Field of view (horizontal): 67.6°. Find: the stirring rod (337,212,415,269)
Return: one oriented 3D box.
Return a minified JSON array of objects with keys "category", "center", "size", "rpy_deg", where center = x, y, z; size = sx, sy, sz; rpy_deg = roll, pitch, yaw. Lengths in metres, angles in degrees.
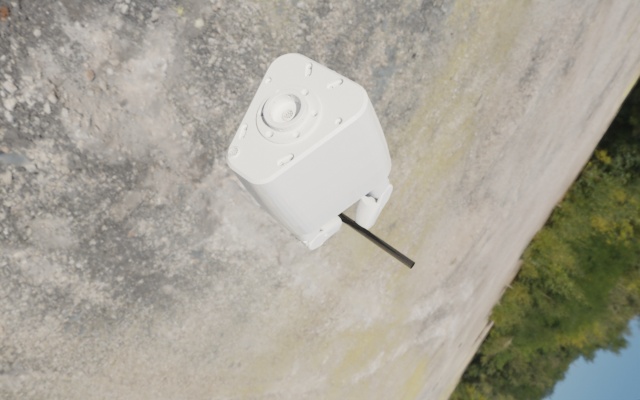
[{"category":"stirring rod","center":[0.000,0.002,0.514],"size":[0.239,0.011,0.011],"rpy_deg":[34,16,26]}]
